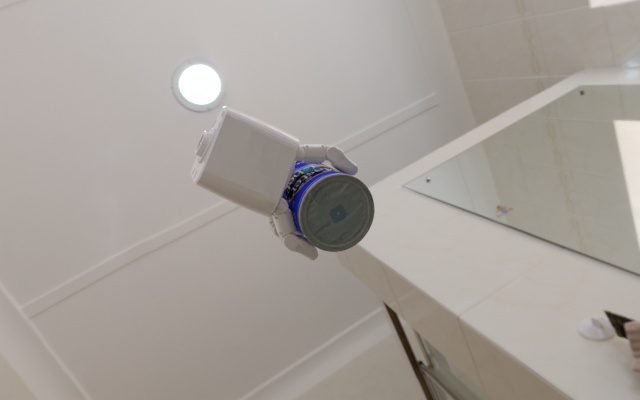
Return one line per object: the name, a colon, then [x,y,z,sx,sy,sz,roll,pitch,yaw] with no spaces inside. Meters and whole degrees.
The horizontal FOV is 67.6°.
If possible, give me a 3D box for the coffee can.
coffee can: [0.000,0.002,0.672,0.103,0.103,0.140,0,12,-20]
